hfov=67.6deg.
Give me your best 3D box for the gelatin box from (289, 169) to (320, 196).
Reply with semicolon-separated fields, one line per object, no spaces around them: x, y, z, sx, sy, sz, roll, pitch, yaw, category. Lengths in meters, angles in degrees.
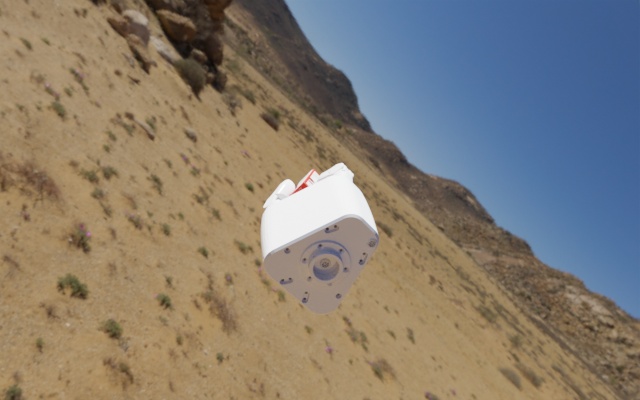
0.000;0.002;0.622;0.030;0.073;0.089;-42;6;15;gelatin box
